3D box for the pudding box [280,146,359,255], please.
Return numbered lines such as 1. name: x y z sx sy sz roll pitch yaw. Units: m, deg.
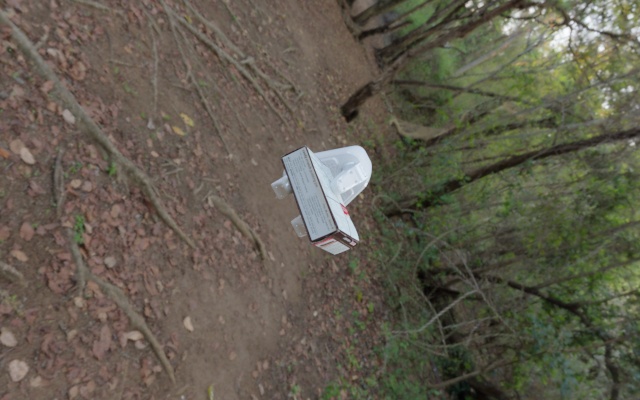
1. pudding box: 0.000 0.002 0.562 0.039 0.113 0.090 -27 -21 12
